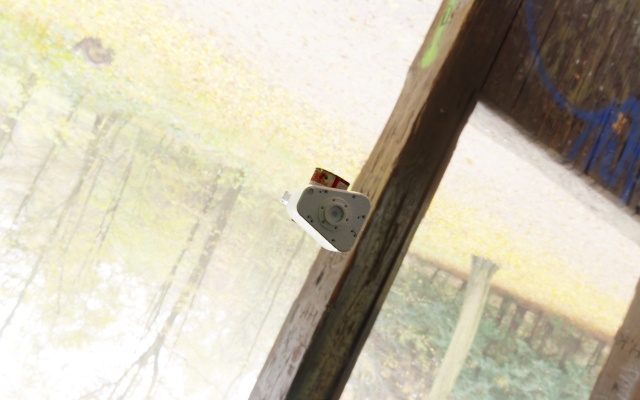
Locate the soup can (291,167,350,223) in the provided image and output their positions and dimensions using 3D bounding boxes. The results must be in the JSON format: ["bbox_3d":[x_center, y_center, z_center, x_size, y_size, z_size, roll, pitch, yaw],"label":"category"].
[{"bbox_3d":[0.000,0.003,0.827,0.068,0.102,0.068,25,-5,2],"label":"soup can"}]
